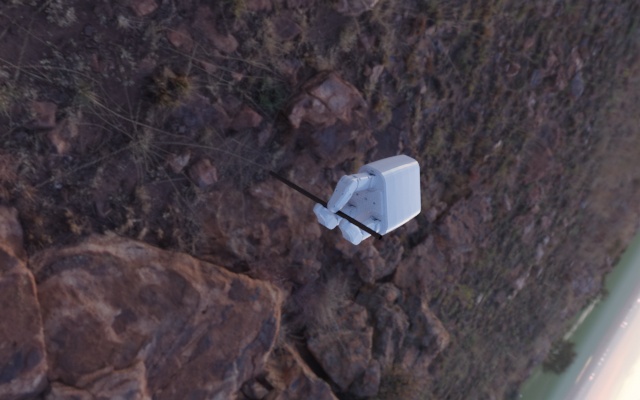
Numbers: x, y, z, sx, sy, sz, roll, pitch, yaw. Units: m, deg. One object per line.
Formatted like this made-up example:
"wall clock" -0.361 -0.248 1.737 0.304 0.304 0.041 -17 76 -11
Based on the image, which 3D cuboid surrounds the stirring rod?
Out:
"stirring rod" 0.000 0.002 0.744 0.239 0.011 0.011 30 19 35
